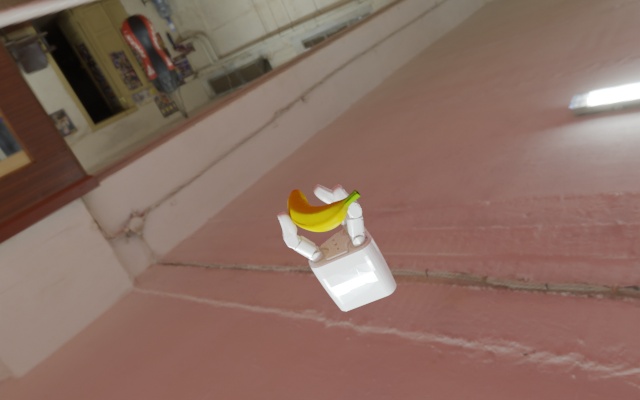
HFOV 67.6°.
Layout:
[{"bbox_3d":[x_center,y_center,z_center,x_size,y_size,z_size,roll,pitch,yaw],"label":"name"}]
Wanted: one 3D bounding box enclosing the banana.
[{"bbox_3d":[-0.011,0.015,0.734,0.069,0.037,0.198,-45,23,-21],"label":"banana"}]
